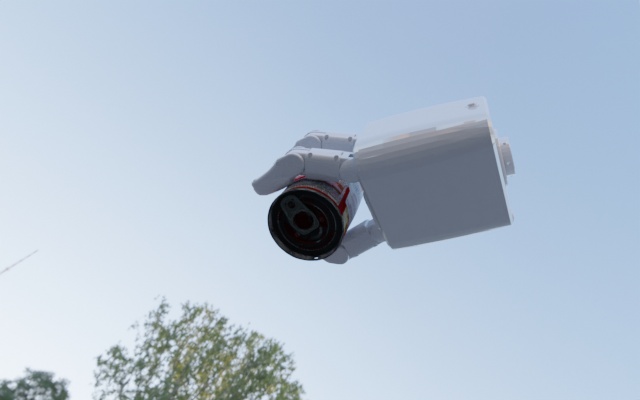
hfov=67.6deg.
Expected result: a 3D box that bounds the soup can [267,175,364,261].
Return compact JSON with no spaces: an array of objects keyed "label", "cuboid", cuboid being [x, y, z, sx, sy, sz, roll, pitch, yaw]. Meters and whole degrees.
[{"label":"soup can","cuboid":[0.000,0.002,0.446,0.068,0.068,0.102,0,24,17]}]
